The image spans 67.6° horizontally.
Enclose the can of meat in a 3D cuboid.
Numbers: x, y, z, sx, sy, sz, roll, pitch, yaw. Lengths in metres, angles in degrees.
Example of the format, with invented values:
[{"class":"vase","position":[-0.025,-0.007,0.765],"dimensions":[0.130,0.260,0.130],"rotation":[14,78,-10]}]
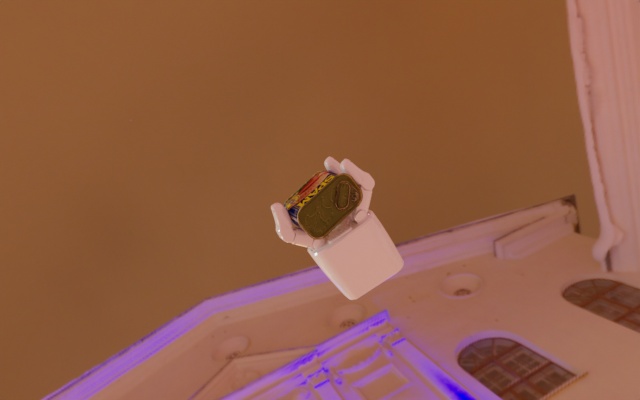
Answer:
[{"class":"can of meat","position":[0.000,0.002,0.709],"dimensions":[0.102,0.057,0.084],"rotation":[-43,21,-10]}]
